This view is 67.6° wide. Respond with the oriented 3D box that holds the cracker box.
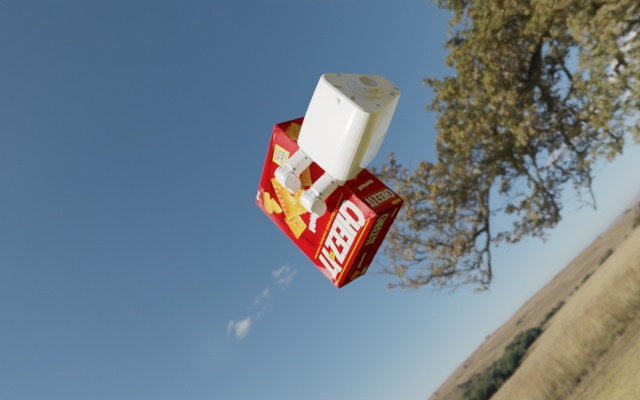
[{"bbox_3d":[0.000,0.002,0.725,0.072,0.164,0.213,-23,56,-40],"label":"cracker box"}]
